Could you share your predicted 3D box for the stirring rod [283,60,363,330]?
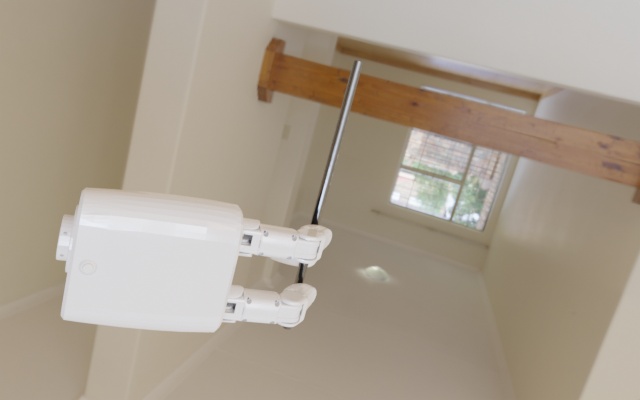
[{"bbox_3d":[0.000,0.001,0.411,0.011,0.239,0.011,14,11,-3],"label":"stirring rod"}]
